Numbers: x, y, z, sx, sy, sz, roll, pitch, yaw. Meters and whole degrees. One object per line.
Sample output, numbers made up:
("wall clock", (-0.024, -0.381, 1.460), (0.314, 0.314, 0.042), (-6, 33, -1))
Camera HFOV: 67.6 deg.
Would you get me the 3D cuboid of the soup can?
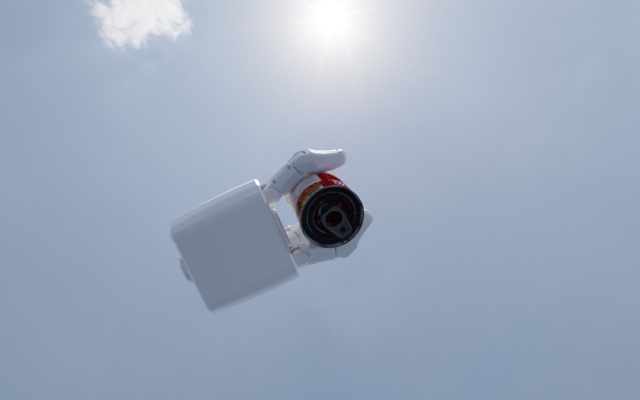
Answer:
("soup can", (0.000, 0.001, 0.530), (0.068, 0.068, 0.102), (0, 19, -15))
